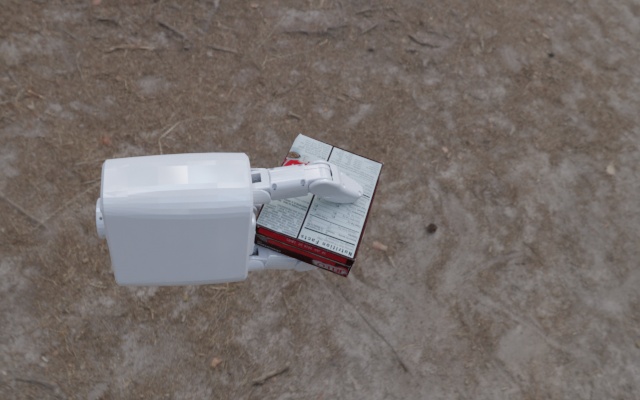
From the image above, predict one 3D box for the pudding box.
[{"bbox_3d":[0.000,0.001,0.427,0.090,0.113,0.039,21,-32,1],"label":"pudding box"}]
